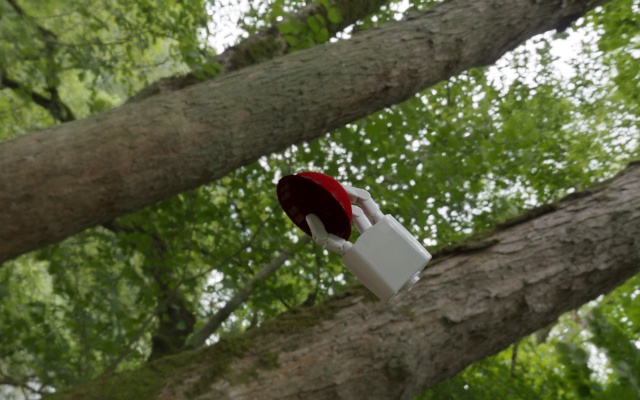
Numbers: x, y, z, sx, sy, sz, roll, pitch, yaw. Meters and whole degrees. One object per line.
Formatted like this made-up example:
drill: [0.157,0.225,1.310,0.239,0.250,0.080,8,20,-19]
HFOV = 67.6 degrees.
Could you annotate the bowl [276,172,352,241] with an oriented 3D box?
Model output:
bowl: [-0.001,0.002,0.861,0.162,0.162,0.055,0,40,46]
